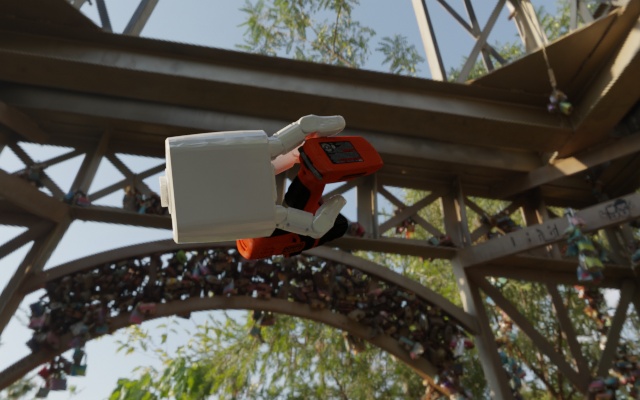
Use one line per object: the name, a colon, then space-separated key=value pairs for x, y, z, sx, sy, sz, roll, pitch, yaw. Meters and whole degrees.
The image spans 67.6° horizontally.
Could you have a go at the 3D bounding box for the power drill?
power drill: x=0.000 y=0.002 z=0.619 sx=0.184 sy=0.057 sz=0.188 roll=-11 pitch=-35 yaw=-43
